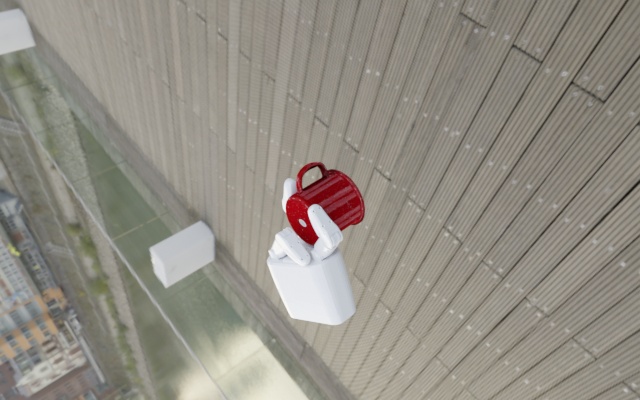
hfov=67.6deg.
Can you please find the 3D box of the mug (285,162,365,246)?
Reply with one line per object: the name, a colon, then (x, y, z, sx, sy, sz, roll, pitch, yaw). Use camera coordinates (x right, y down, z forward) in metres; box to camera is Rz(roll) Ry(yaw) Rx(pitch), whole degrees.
mug: (0.000, 0.001, 0.688, 0.081, 0.117, 0.093, -31, 23, -31)
